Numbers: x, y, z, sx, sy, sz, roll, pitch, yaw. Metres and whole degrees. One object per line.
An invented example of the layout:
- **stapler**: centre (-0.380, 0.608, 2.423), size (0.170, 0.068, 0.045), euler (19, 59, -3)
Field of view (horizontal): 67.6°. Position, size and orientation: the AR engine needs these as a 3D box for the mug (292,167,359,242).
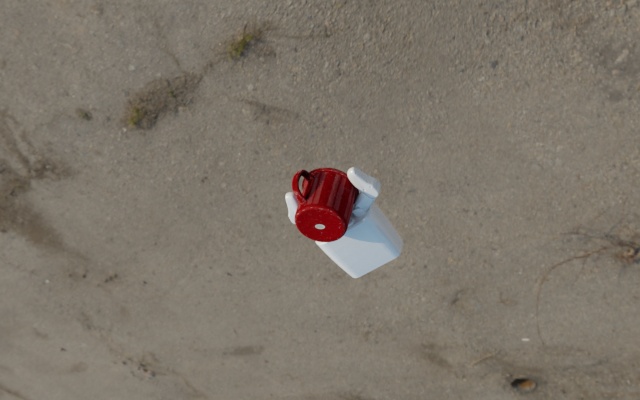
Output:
- **mug**: centre (-0.001, 0.002, 0.731), size (0.093, 0.081, 0.117), euler (-24, -56, 34)
